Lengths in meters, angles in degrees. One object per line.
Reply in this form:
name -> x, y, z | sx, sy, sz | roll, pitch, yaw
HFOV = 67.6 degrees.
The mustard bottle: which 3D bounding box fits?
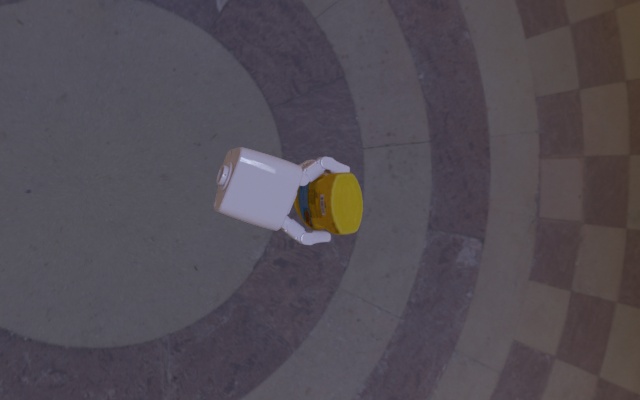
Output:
mustard bottle -> 0.001, 0.003, 0.811 | 0.058, 0.096, 0.191 | -8, 5, -25
